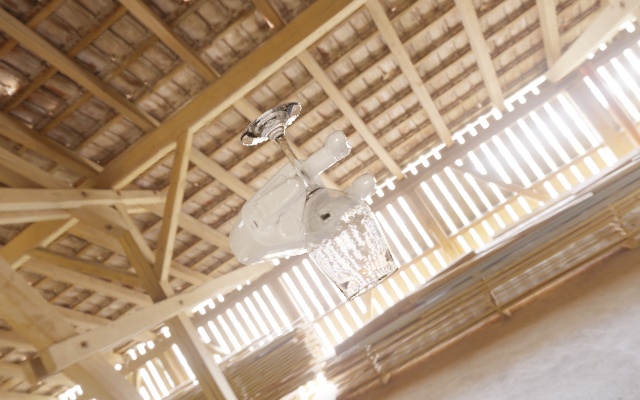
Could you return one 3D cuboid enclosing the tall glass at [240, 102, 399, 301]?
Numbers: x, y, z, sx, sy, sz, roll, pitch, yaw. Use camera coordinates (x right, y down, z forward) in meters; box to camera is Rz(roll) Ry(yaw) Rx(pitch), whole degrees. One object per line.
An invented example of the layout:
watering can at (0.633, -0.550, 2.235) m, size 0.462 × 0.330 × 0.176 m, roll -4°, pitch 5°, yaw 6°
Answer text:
tall glass at (0.000, 0.001, 0.493) m, size 0.079 × 0.201 × 0.079 m, roll -32°, pitch -8°, yaw -5°
